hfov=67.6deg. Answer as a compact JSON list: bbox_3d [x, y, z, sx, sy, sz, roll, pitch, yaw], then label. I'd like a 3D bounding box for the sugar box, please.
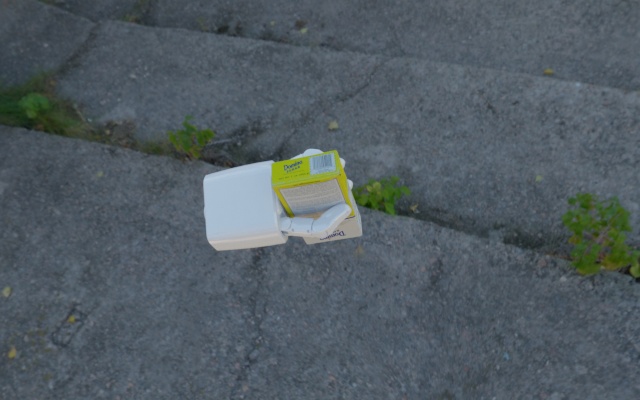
[{"bbox_3d":[0.000,0.002,0.689,0.093,0.048,0.176,-10,-30,9],"label":"sugar box"}]
